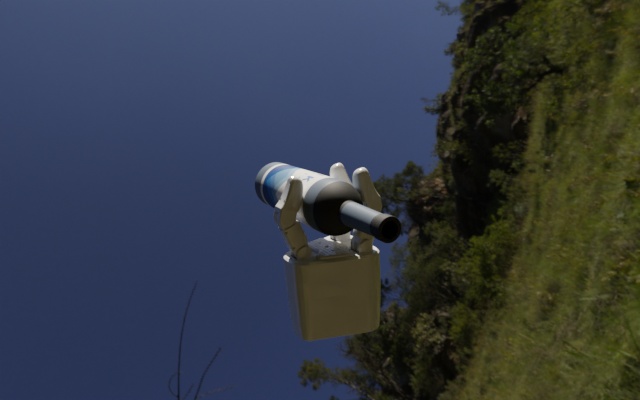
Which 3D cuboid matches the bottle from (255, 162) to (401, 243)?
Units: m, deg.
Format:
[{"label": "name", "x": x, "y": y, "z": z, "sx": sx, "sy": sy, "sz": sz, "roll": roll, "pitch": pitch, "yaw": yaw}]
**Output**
[{"label": "bottle", "x": 0.000, "y": 0.002, "z": 0.592, "sx": 0.069, "sy": 0.069, "sz": 0.295, "roll": 0, "pitch": 10, "yaw": -28}]
